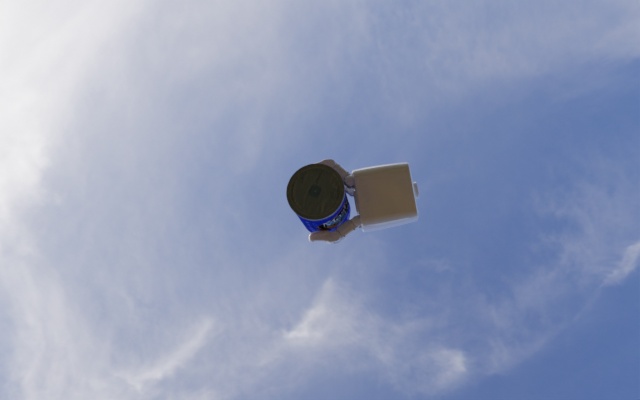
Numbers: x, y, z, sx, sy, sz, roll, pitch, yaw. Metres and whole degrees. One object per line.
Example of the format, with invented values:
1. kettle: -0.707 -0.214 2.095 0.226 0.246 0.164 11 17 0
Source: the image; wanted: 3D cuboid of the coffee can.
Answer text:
1. coffee can: 0.000 0.003 0.889 0.103 0.102 0.140 0 -16 8
